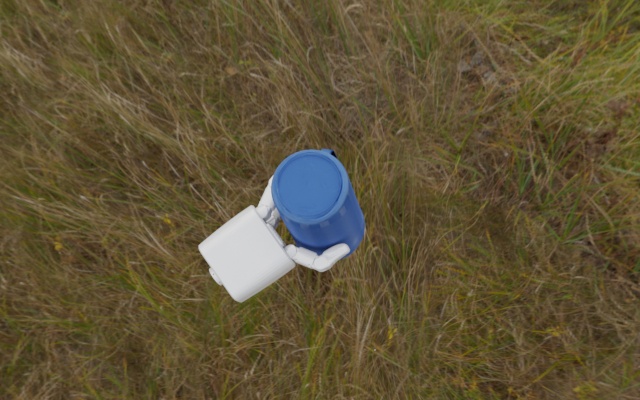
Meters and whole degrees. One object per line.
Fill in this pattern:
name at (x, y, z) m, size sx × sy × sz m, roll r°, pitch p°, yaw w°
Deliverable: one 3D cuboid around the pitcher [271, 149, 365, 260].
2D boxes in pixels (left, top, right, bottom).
pitcher at (0.000, 0.003, 0.755) m, size 0.145 × 0.149 × 0.243 m, roll -36°, pitch -18°, yaw -4°
